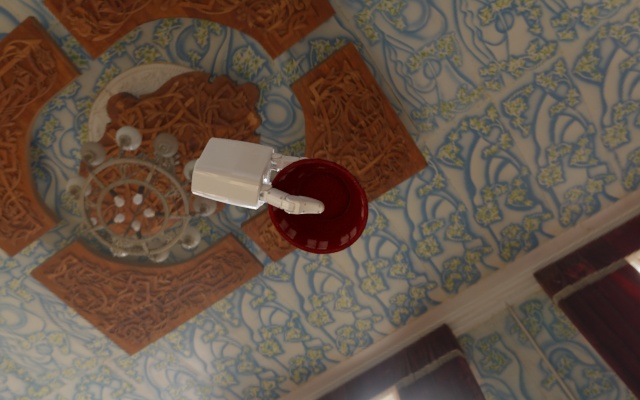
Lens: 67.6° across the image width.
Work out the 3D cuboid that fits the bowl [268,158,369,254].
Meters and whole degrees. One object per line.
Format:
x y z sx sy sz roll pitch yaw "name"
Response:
0.001 0.003 0.763 0.162 0.162 0.055 0 22 14 "bowl"
